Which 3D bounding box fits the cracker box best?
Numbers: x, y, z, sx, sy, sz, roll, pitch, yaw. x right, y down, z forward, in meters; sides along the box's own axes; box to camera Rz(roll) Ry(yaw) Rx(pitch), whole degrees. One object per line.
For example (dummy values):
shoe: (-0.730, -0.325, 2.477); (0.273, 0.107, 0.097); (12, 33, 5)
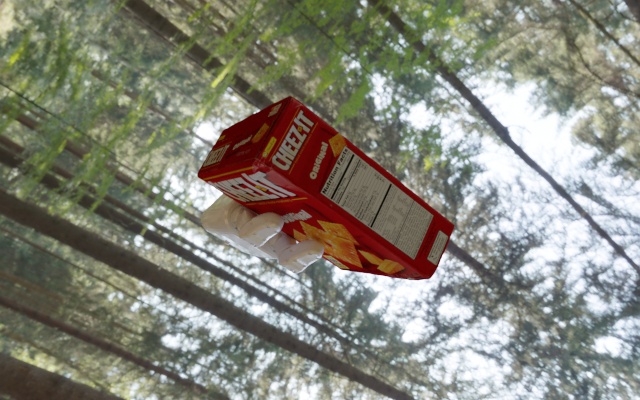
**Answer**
cracker box: (0.000, 0.002, 0.486); (0.214, 0.072, 0.164); (35, -20, -25)
